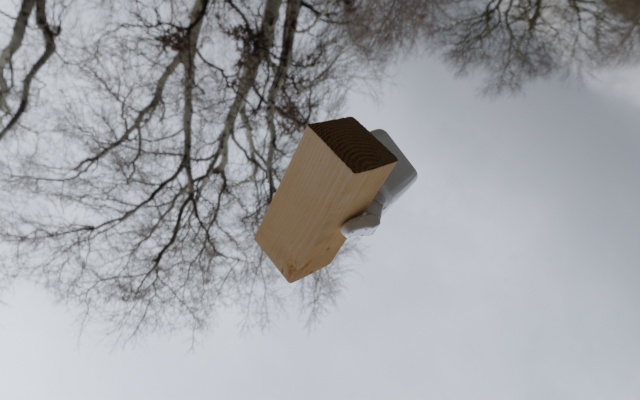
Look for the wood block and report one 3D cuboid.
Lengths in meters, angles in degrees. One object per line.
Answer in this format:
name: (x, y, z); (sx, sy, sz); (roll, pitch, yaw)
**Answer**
wood block: (0.001, 0.002, 0.632); (0.090, 0.206, 0.090); (-19, 58, -44)
